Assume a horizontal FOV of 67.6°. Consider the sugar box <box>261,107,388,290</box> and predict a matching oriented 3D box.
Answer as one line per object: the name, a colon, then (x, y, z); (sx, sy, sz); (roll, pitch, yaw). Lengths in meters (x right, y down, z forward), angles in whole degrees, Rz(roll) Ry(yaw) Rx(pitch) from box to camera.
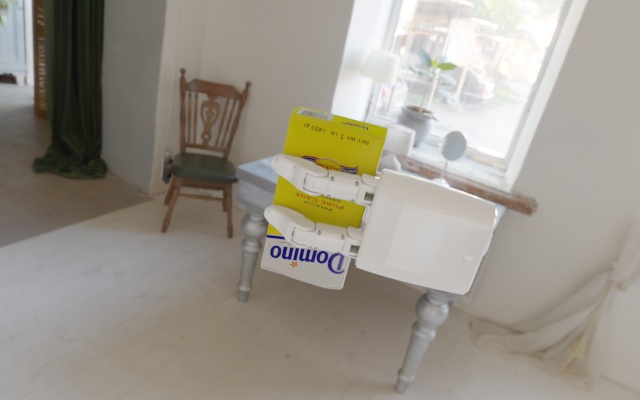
sugar box: (0.000, 0.002, 0.486); (0.093, 0.176, 0.048); (15, 23, 5)
